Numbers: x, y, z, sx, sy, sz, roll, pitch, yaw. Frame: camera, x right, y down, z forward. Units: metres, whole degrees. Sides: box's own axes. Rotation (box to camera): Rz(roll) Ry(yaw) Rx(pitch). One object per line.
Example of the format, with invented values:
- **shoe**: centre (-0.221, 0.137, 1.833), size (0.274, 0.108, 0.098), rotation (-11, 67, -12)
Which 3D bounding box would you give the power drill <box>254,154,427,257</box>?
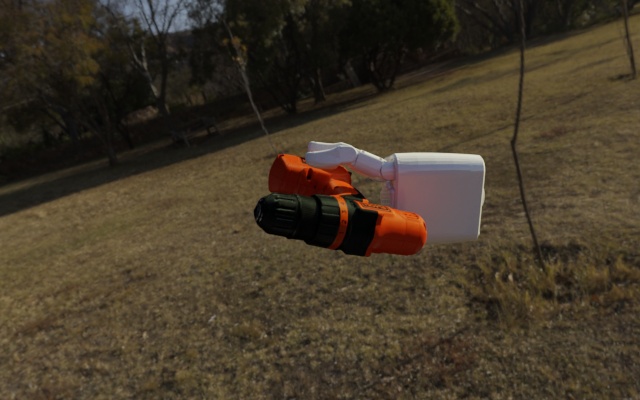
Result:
- **power drill**: centre (0.000, 0.002, 0.532), size (0.184, 0.057, 0.187), rotation (12, 17, -25)
